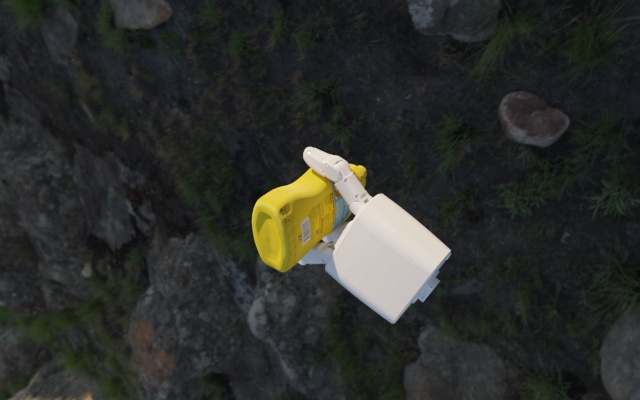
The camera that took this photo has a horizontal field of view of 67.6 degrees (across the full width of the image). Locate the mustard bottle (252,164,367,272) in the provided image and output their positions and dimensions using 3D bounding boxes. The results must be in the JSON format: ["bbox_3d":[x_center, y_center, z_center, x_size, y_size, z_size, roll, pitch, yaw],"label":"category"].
[{"bbox_3d":[0.000,0.002,0.601,0.058,0.096,0.191,19,38,34],"label":"mustard bottle"}]
